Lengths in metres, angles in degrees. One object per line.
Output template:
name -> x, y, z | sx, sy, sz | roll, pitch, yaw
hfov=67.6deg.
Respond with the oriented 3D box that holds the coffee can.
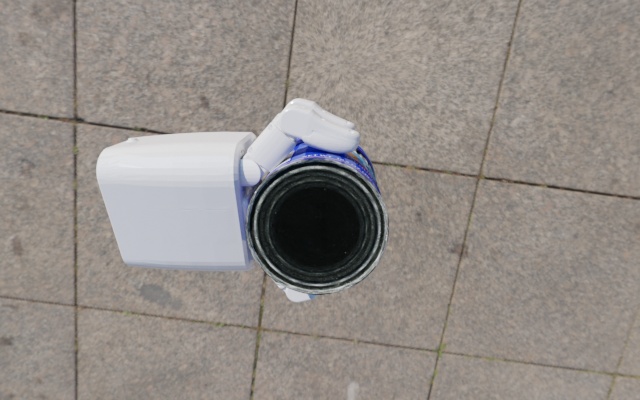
coffee can -> 0.000, 0.001, 0.404 | 0.103, 0.103, 0.140 | 0, 16, 2
